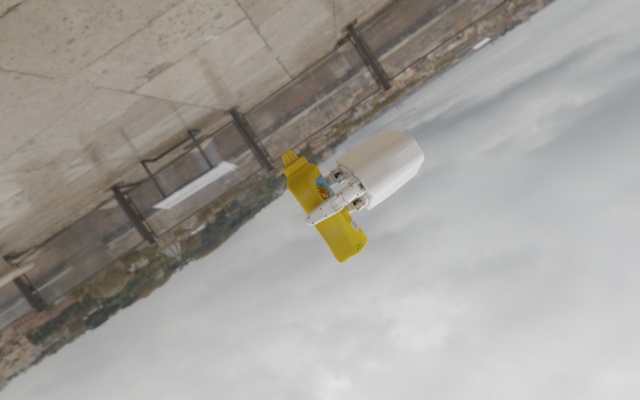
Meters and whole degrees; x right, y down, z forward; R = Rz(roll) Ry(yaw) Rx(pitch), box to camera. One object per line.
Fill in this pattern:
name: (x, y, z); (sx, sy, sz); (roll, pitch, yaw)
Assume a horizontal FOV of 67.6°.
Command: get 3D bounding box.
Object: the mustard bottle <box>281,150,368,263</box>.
mustard bottle: (0.000, 0.003, 0.759); (0.058, 0.191, 0.096); (-33, 5, 17)
